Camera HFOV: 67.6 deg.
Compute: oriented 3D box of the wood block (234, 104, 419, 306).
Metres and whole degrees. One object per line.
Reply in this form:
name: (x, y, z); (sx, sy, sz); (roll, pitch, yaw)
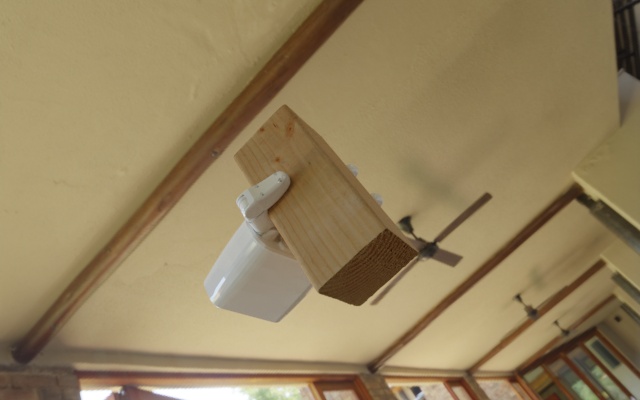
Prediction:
wood block: (0.000, 0.002, 0.521); (0.091, 0.090, 0.206); (33, 17, -53)
